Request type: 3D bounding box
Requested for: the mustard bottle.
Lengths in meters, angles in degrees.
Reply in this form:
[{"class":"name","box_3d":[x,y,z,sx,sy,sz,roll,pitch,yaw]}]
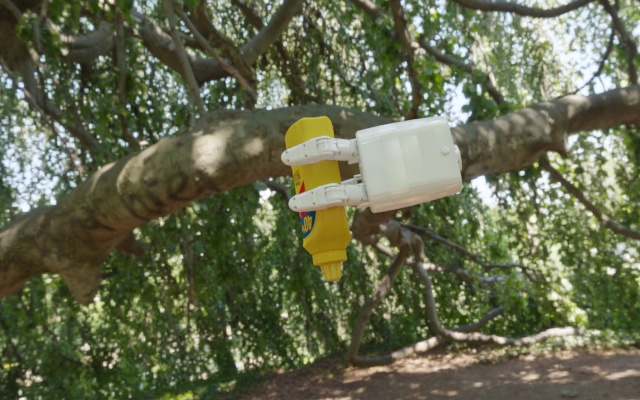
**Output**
[{"class":"mustard bottle","box_3d":[0.000,0.002,0.586,0.058,0.191,0.096,-7,-11,-16]}]
